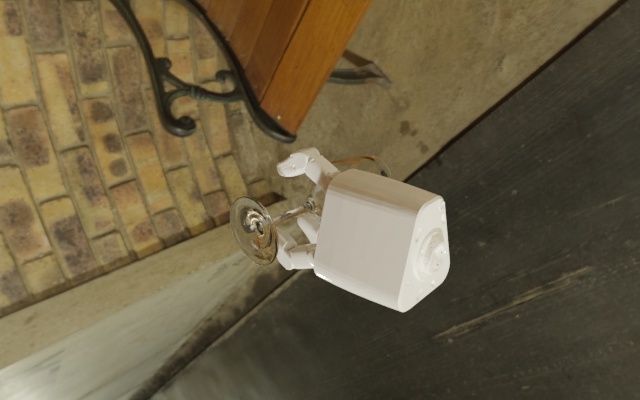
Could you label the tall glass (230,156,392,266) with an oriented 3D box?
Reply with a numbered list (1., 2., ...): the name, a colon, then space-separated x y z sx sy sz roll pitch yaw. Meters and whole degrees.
1. tall glass: 0.000 0.002 0.545 0.079 0.079 0.201 0 17 45
